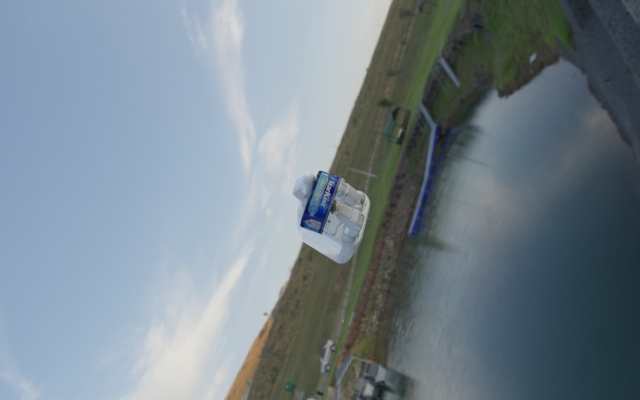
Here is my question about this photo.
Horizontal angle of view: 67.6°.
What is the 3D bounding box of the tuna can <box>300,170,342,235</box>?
[{"bbox_3d":[0.000,0.002,0.665,0.034,0.086,0.086,19,0,1],"label":"tuna can"}]
